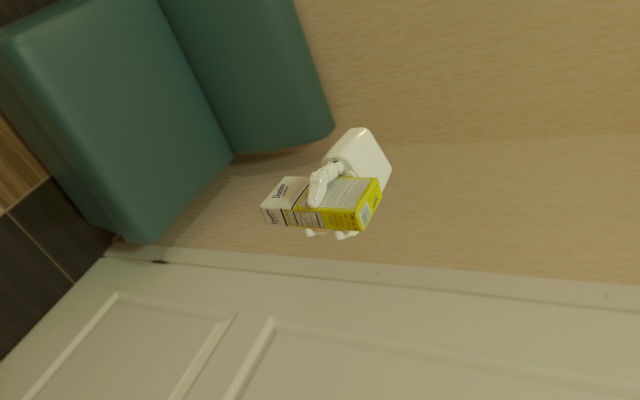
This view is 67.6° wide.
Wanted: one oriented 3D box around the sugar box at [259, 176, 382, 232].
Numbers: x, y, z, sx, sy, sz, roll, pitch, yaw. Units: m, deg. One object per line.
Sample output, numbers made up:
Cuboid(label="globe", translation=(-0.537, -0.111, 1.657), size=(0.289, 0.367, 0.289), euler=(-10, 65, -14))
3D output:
Cuboid(label="sugar box", translation=(0.000, 0.003, 0.768), size=(0.176, 0.048, 0.093), euler=(1, 36, 31))
